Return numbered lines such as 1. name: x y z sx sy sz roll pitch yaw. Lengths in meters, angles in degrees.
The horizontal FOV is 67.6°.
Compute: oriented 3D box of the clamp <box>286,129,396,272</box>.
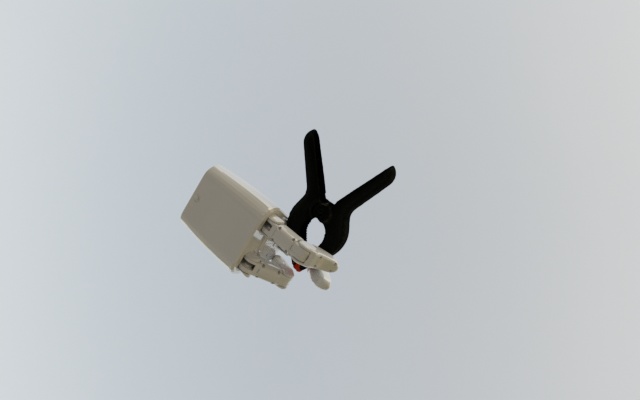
1. clamp: 0.000 0.002 0.581 0.120 0.171 0.039 37 12 21
